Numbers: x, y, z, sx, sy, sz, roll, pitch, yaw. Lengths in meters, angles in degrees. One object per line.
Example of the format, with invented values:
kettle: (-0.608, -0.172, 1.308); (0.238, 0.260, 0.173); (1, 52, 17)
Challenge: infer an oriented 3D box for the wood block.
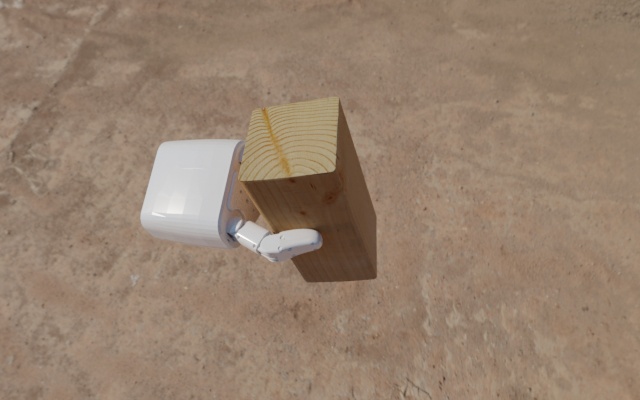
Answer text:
wood block: (0.000, 0.002, 0.508); (0.090, 0.090, 0.206); (-5, -35, 15)
